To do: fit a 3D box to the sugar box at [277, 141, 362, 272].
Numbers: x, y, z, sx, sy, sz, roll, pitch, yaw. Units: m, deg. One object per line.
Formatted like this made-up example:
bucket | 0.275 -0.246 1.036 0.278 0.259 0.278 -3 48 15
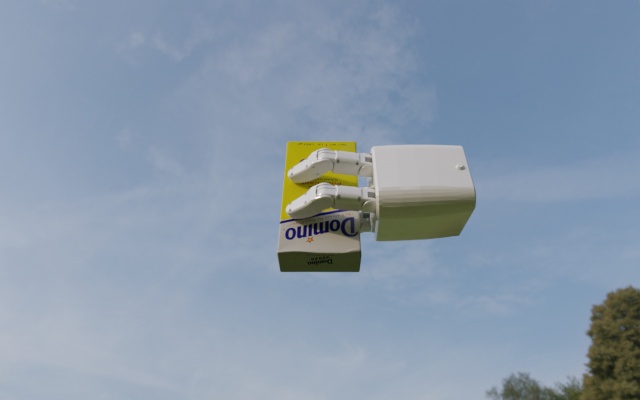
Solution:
sugar box | 0.000 0.001 0.576 0.093 0.176 0.048 -1 -43 1
